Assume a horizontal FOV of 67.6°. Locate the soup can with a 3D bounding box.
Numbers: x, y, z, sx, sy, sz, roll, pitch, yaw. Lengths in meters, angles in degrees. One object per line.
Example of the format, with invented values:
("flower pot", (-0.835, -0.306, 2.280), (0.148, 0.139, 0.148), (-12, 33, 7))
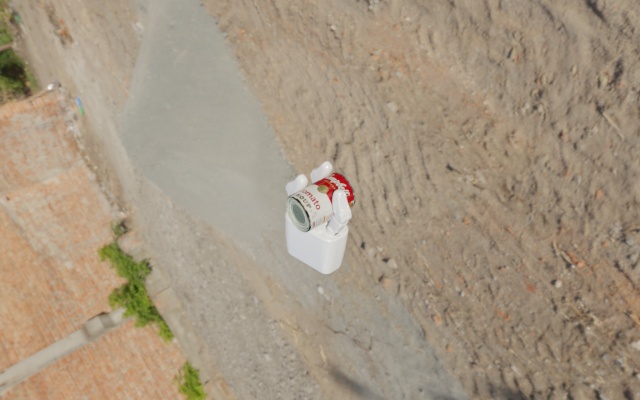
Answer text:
("soup can", (0.000, 0.002, 0.810), (0.102, 0.068, 0.068), (-29, 14, -28))
